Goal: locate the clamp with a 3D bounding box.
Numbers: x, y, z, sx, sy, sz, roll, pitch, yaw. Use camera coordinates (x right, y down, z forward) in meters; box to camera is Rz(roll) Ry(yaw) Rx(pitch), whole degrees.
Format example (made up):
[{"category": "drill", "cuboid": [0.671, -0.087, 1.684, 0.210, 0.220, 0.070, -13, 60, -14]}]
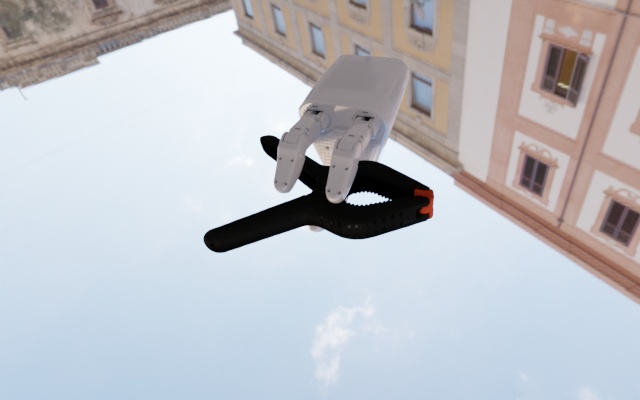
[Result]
[{"category": "clamp", "cuboid": [0.001, 0.002, 0.463, 0.210, 0.036, 0.164, 10, 48, 21]}]
